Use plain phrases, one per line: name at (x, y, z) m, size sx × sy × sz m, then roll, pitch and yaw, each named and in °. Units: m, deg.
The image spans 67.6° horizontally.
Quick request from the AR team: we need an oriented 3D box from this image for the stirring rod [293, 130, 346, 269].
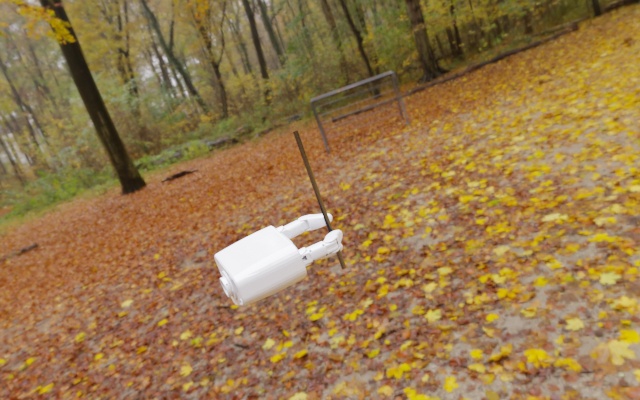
stirring rod at (0.000, 0.003, 0.771) m, size 0.011 × 0.239 × 0.011 m, roll -19°, pitch 13°, yaw 5°
